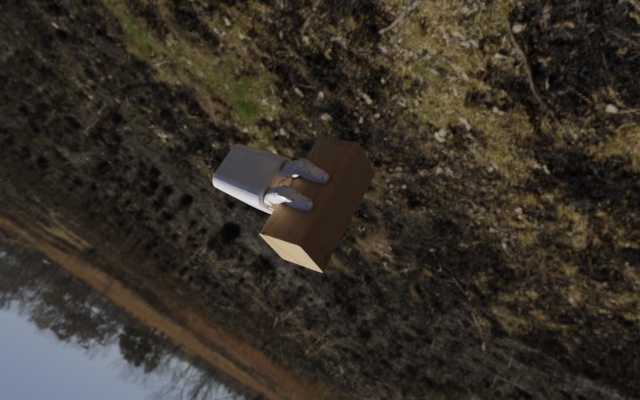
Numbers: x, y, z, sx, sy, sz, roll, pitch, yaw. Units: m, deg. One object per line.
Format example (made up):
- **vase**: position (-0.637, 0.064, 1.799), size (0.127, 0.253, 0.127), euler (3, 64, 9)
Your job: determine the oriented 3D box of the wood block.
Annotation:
- **wood block**: position (0.000, 0.003, 0.809), size (0.090, 0.206, 0.091), euler (14, -27, 35)
